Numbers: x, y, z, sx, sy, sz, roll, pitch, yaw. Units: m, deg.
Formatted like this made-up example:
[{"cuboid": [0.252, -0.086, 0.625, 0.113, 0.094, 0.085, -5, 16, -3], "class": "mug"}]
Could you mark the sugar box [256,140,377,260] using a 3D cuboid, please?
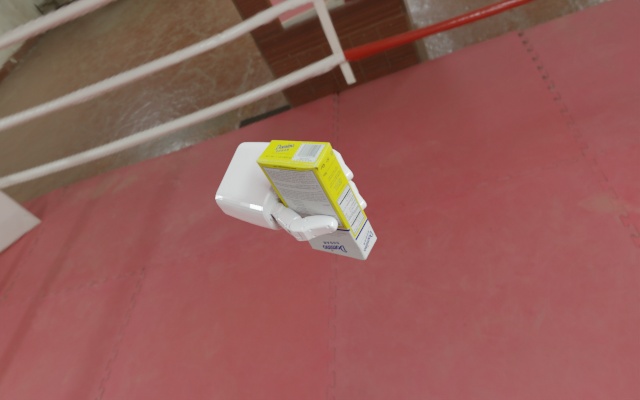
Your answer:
[{"cuboid": [0.000, 0.002, 0.614, 0.093, 0.048, 0.176, 9, -35, 36], "class": "sugar box"}]
